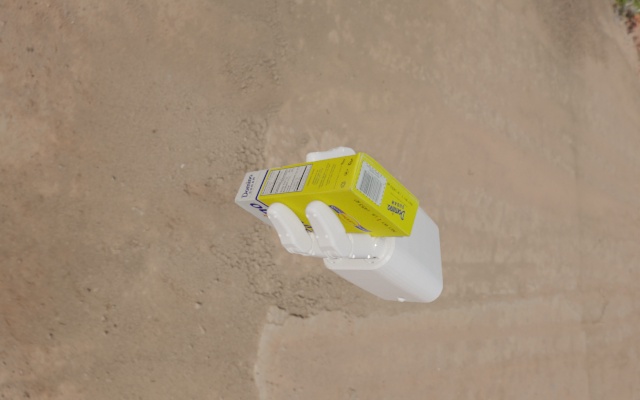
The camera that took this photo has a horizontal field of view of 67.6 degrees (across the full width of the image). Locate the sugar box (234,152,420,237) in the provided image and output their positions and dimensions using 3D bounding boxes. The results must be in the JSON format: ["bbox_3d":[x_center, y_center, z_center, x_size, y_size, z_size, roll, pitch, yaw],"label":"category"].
[{"bbox_3d":[0.000,0.002,0.488,0.176,0.048,0.093,-9,-36,46],"label":"sugar box"}]
